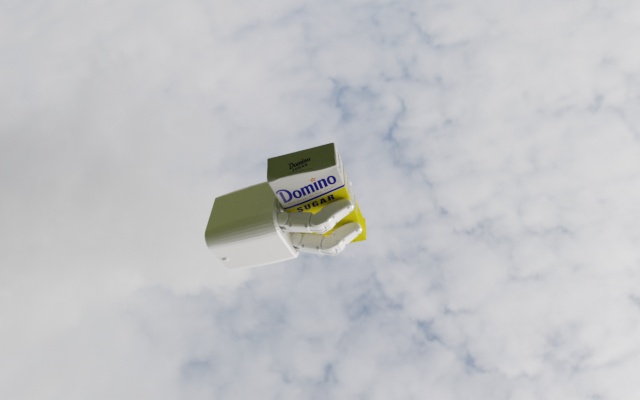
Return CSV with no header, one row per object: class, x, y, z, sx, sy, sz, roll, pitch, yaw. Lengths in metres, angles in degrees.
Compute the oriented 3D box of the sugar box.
sugar box,0.000,0.003,0.657,0.093,0.048,0.176,-13,-37,12
